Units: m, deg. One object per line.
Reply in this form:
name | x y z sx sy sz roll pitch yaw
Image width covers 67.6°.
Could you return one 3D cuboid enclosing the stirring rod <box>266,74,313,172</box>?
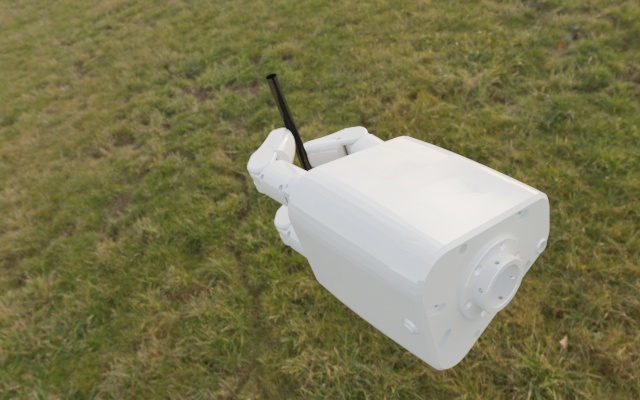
stirring rod | 0.000 0.001 0.410 0.011 0.240 0.011 -13 38 11
